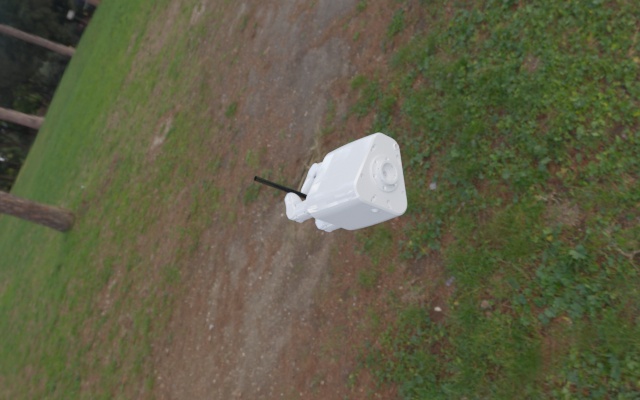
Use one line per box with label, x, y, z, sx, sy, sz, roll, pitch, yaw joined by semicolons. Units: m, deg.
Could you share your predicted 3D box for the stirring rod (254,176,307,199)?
stirring rod;0.000;0.003;0.774;0.239;0.011;0.011;20;-11;-30
